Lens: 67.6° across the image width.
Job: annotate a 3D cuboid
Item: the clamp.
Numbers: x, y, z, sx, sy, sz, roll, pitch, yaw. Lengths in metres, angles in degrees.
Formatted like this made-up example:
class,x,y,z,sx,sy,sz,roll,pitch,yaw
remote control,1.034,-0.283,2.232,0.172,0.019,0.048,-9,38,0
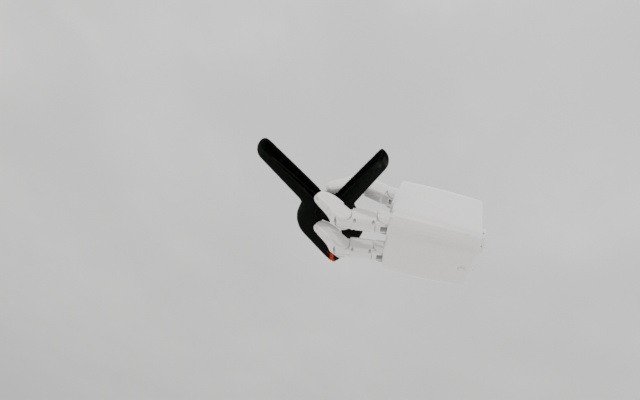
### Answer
class,x,y,z,sx,sy,sz,roll,pitch,yaw
clamp,0.001,0.002,0.639,0.164,0.210,0.036,13,47,12
